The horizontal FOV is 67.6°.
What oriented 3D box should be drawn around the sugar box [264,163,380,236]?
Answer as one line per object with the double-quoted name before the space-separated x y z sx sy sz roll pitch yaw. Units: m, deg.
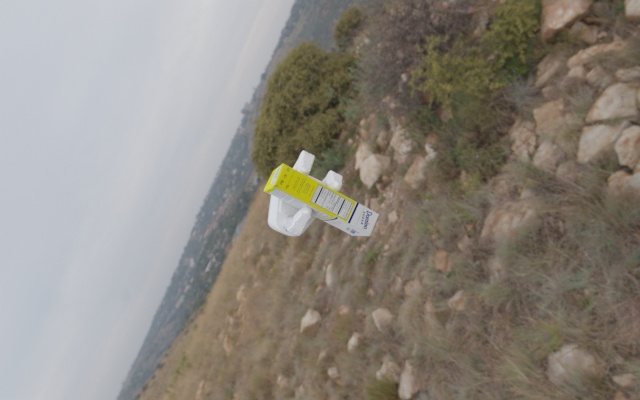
"sugar box" 0.000 0.002 0.781 0.176 0.048 0.093 25 -10 -13
